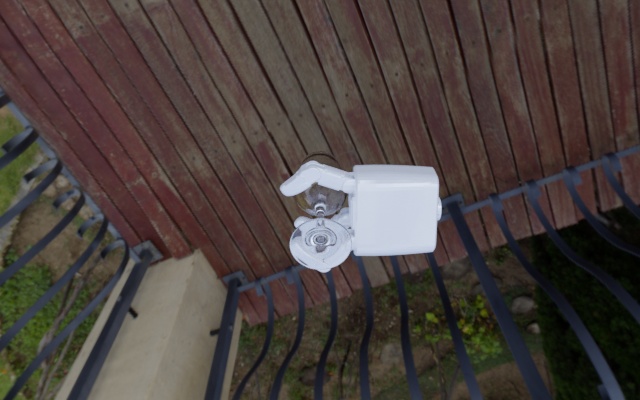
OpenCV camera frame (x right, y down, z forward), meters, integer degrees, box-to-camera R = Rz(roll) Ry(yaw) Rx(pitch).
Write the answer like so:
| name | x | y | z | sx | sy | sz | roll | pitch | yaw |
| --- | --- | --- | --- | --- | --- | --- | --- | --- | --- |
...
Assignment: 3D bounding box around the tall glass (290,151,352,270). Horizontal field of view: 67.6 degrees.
| name | x | y | z | sx | sy | sz | roll | pitch | yaw |
| --- | --- | --- | --- | --- | --- | --- | --- | --- | --- |
| tall glass | 0.000 | 0.002 | 0.649 | 0.079 | 0.079 | 0.201 | 0 | 31 | -1 |
